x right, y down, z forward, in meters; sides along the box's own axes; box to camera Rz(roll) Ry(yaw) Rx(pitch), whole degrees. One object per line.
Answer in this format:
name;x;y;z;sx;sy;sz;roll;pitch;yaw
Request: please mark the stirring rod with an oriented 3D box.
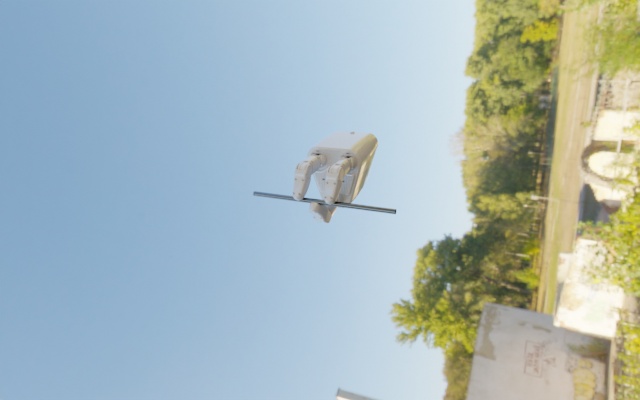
stirring rod;0.000;0.002;0.744;0.239;0.011;0.011;7;3;23
